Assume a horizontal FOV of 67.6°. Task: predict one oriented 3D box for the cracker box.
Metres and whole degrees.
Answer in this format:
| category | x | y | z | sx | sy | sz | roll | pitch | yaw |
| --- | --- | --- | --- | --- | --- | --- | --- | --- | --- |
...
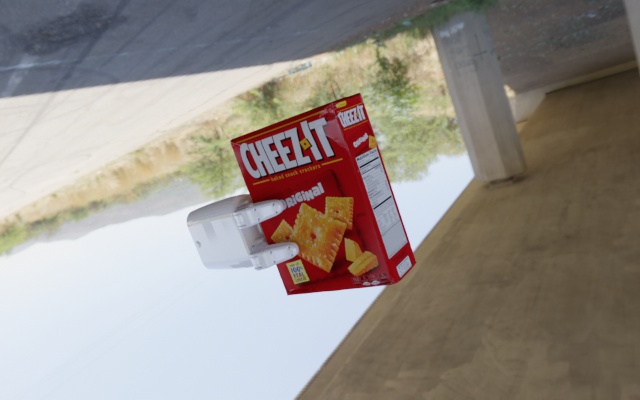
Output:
| category | x | y | z | sx | sy | sz | roll | pitch | yaw |
| --- | --- | --- | --- | --- | --- | --- | --- | --- | --- |
| cracker box | 0.000 | 0.002 | 0.574 | 0.164 | 0.214 | 0.072 | -13 | 12 | 37 |
